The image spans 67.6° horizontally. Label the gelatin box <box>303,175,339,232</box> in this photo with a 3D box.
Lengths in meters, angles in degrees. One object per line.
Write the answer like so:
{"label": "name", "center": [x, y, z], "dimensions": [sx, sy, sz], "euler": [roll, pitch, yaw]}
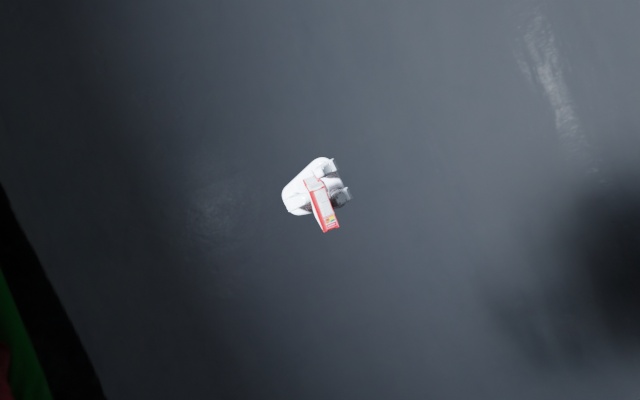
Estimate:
{"label": "gelatin box", "center": [0.000, 0.003, 0.782], "dimensions": [0.030, 0.073, 0.089], "euler": [-21, 17, -3]}
